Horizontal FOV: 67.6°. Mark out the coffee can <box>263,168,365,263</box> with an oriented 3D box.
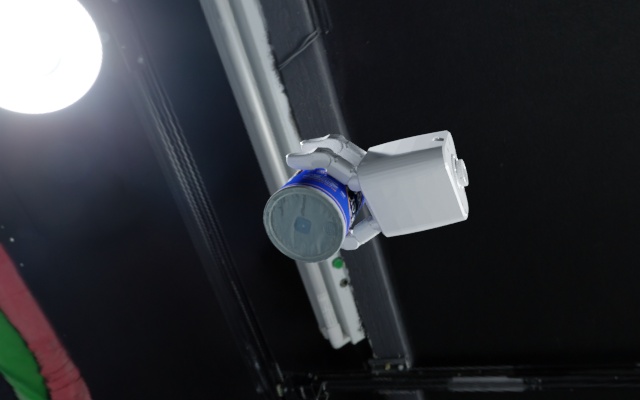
[{"bbox_3d":[0.000,0.002,0.627,0.103,0.103,0.140,0,25,19],"label":"coffee can"}]
